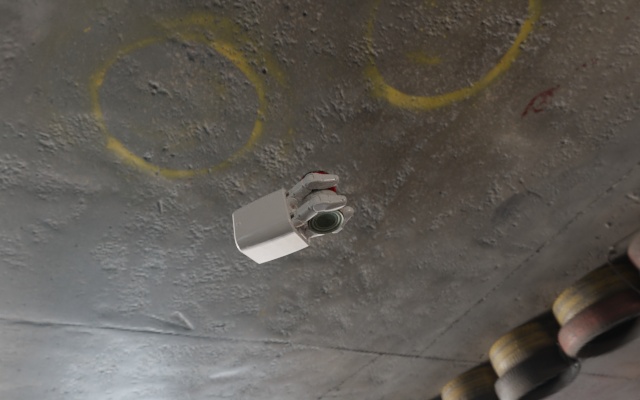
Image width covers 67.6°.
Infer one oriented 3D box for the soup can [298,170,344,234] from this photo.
[{"bbox_3d":[0.001,0.003,0.872,0.068,0.069,0.102,0,44,-16],"label":"soup can"}]
